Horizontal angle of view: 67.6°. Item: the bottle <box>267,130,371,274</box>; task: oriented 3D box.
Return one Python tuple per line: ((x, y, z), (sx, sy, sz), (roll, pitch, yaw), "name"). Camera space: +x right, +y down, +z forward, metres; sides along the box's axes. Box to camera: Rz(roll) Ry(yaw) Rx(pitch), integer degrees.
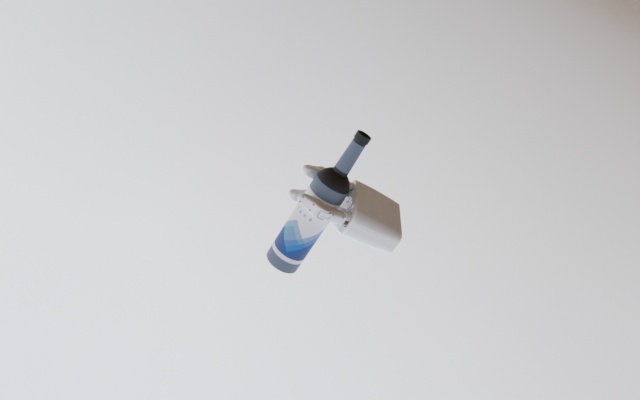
((0.000, 0.003, 0.859), (0.069, 0.296, 0.069), (28, 23, -13), "bottle")
